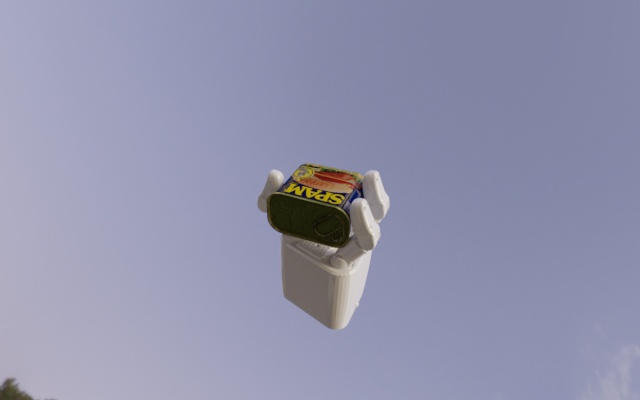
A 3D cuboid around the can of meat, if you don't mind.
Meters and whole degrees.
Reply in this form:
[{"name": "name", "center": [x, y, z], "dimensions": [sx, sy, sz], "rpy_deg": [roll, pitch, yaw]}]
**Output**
[{"name": "can of meat", "center": [0.000, 0.002, 0.571], "dimensions": [0.102, 0.057, 0.084], "rpy_deg": [14, 37, 18]}]
